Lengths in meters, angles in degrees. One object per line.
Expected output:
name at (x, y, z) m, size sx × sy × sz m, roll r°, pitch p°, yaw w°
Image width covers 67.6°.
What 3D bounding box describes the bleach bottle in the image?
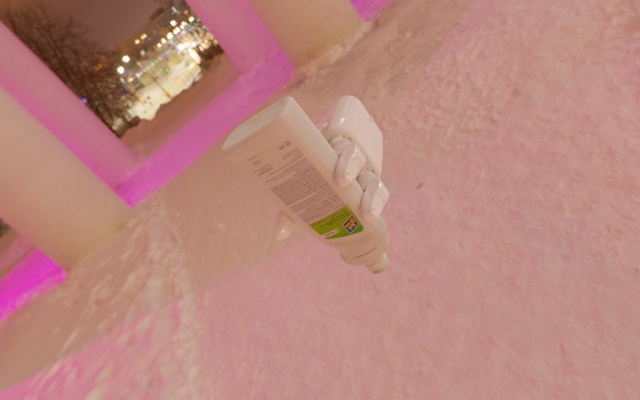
bleach bottle at (0.000, 0.002, 0.580) m, size 0.102 × 0.251 × 0.068 m, roll -25°, pitch 29°, yaw 26°
